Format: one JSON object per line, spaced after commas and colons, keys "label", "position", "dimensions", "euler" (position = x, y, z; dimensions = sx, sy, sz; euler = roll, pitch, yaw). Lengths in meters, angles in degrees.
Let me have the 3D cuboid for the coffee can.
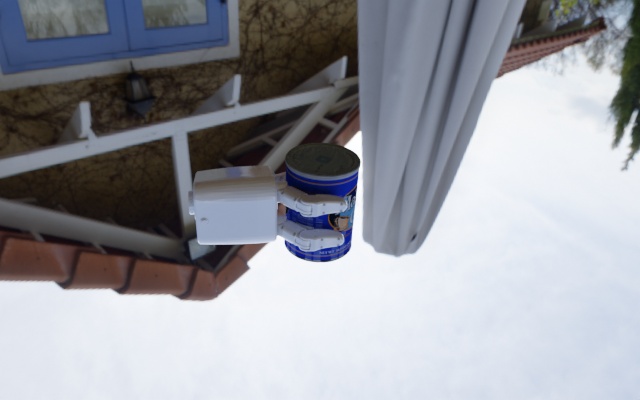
{"label": "coffee can", "position": [0.000, 0.002, 0.681], "dimensions": [0.103, 0.140, 0.102], "euler": [3, 31, -2]}
